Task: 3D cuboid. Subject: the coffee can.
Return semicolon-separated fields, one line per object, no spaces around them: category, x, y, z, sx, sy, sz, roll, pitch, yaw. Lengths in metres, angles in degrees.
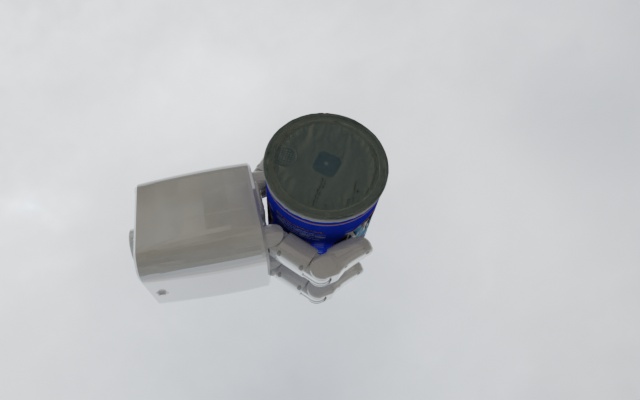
coffee can;0.000;0.001;0.448;0.103;0.102;0.140;0;-28;-4
